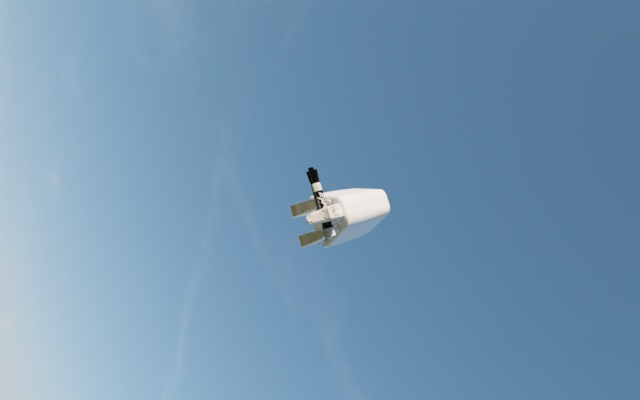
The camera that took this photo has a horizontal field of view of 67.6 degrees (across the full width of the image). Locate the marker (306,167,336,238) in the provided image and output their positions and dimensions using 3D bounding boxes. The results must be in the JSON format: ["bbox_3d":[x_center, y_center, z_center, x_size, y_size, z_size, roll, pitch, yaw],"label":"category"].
[{"bbox_3d":[0.000,0.003,0.795,0.020,0.121,0.020,-16,-5,-2],"label":"marker"}]
